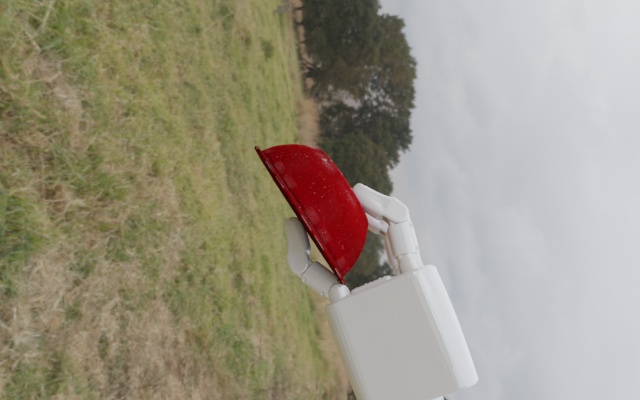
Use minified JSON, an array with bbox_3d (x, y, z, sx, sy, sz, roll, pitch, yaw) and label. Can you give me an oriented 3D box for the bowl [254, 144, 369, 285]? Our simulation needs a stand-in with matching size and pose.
[{"bbox_3d":[0.000,0.000,0.474,0.055,0.162,0.162,-33,3,-4],"label":"bowl"}]
